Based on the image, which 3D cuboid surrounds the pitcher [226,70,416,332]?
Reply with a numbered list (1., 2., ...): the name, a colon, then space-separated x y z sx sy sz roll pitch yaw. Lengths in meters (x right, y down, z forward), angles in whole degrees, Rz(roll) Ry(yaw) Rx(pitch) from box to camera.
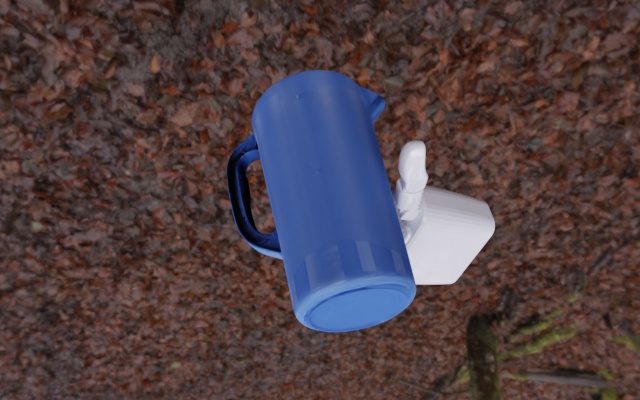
1. pitcher: 0.000 0.002 0.477 0.145 0.242 0.149 9 -40 -28
